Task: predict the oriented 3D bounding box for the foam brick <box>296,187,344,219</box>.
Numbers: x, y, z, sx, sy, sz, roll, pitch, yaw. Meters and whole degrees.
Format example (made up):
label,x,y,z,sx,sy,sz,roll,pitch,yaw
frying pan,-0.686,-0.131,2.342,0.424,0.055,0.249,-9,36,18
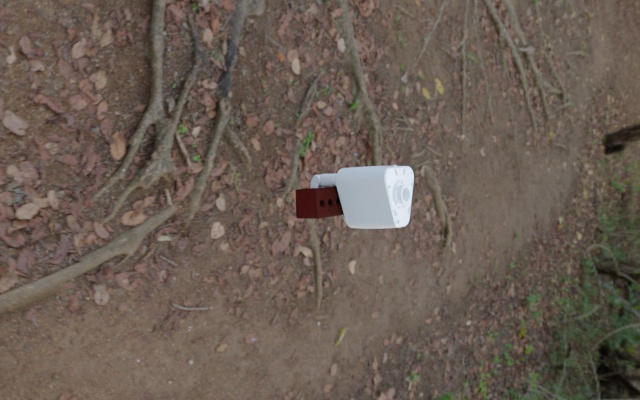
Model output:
label,x,y,z,sx,sy,sz,roll,pitch,yaw
foam brick,0.000,0.003,0.856,0.051,0.053,0.078,0,5,42
